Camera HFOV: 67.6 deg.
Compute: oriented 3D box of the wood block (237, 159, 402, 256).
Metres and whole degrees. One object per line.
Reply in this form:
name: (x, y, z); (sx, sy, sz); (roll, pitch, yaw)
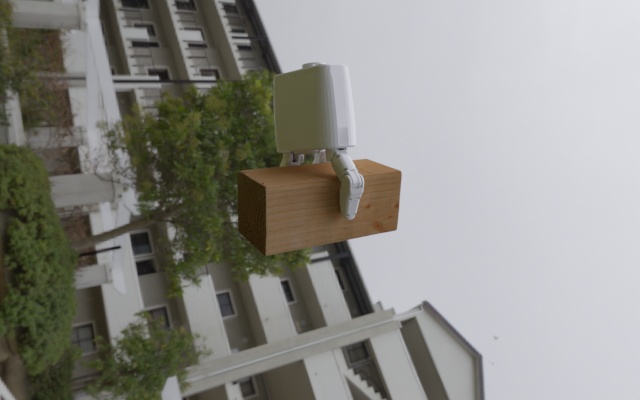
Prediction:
wood block: (0.000, 0.002, 0.651); (0.206, 0.090, 0.090); (-8, 20, -29)
